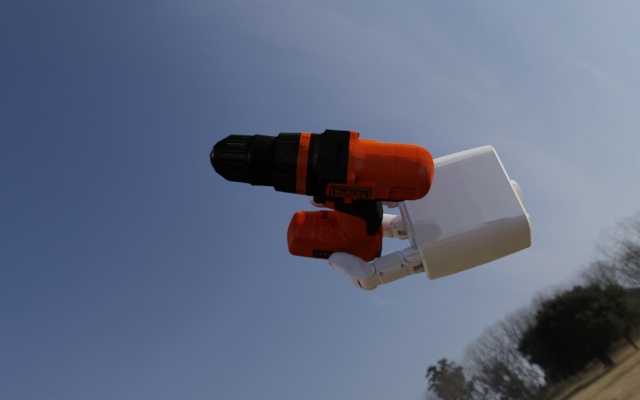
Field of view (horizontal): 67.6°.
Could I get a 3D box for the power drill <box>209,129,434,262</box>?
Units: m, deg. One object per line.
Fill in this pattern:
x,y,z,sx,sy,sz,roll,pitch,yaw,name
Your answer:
0.000,0.002,0.457,0.184,0.057,0.188,6,-25,3,power drill
